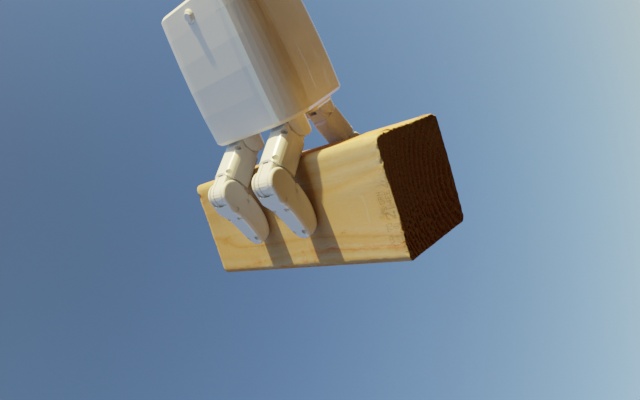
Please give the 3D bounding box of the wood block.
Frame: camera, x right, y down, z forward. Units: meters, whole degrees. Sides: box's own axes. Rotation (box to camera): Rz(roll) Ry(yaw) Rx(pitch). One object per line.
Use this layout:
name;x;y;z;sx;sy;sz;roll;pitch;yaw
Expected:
wood block;0.000;0.001;0.409;0.206;0.090;0.091;-10;11;43
